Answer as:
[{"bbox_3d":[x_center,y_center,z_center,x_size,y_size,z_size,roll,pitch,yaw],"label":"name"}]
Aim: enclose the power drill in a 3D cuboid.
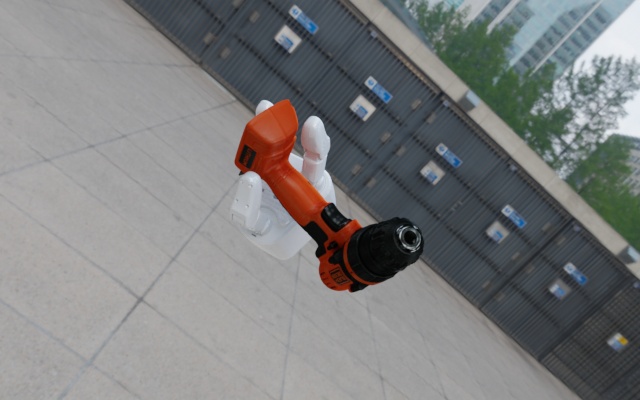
[{"bbox_3d":[0.000,0.001,0.449,0.057,0.187,0.184,-35,-4,-25],"label":"power drill"}]
